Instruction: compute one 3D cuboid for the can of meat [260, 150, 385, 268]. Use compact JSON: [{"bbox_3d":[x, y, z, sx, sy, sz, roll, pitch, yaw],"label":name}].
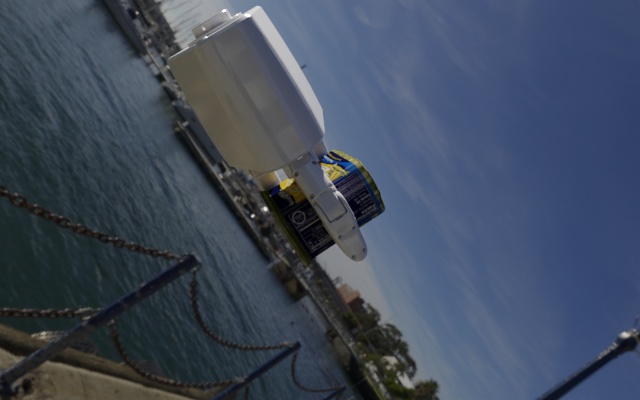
[{"bbox_3d":[0.000,0.001,0.423,0.084,0.057,0.102,-33,20,-4],"label":"can of meat"}]
